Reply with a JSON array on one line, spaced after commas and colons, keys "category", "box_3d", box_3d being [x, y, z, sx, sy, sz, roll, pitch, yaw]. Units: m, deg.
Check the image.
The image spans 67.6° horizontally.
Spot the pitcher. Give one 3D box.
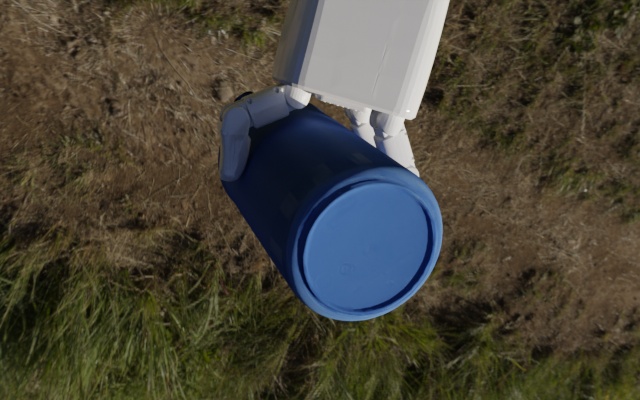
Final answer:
[{"category": "pitcher", "box_3d": [0.000, 0.001, 0.403, 0.149, 0.145, 0.242, 10, 15, -22]}]
